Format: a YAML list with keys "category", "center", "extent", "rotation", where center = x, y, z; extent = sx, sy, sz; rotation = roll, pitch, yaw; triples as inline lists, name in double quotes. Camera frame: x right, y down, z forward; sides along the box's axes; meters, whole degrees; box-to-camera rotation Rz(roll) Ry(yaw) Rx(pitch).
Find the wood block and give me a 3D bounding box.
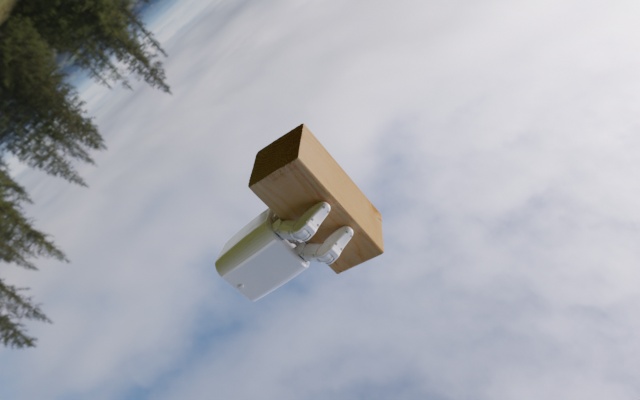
- category: "wood block"
  center: [0.000, 0.002, 0.704]
  extent: [0.090, 0.206, 0.090]
  rotation: [-29, 33, 24]
